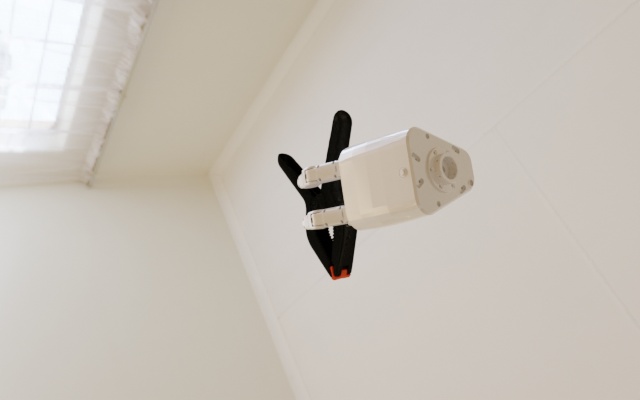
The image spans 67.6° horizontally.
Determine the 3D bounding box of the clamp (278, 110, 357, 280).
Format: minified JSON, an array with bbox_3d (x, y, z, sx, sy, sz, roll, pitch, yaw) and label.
[{"bbox_3d":[0.001,0.003,0.648,0.036,0.210,0.164,-5,-6,-35],"label":"clamp"}]
